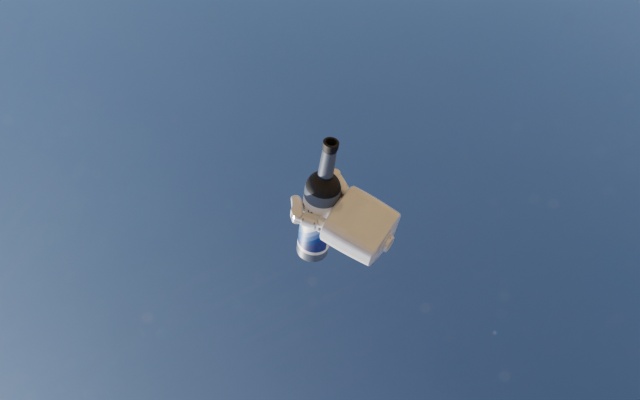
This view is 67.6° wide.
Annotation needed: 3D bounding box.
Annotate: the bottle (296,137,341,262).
[{"bbox_3d":[0.000,0.003,0.895,0.069,0.069,0.296,0,-43,-9],"label":"bottle"}]
